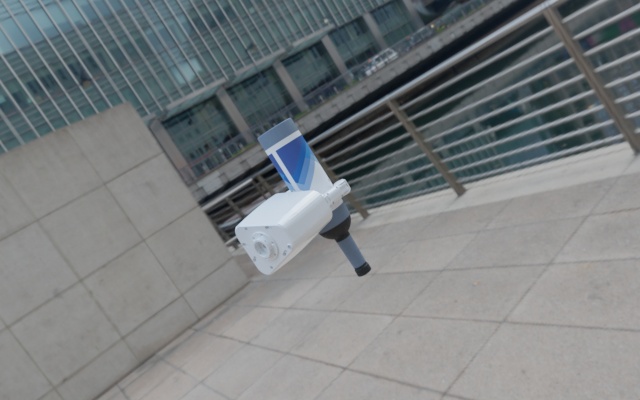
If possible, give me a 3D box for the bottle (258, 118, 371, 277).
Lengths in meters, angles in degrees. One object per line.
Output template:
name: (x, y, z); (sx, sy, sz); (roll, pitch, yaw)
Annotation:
bottle: (0.000, 0.002, 0.816); (0.069, 0.296, 0.069); (-32, 8, 5)
